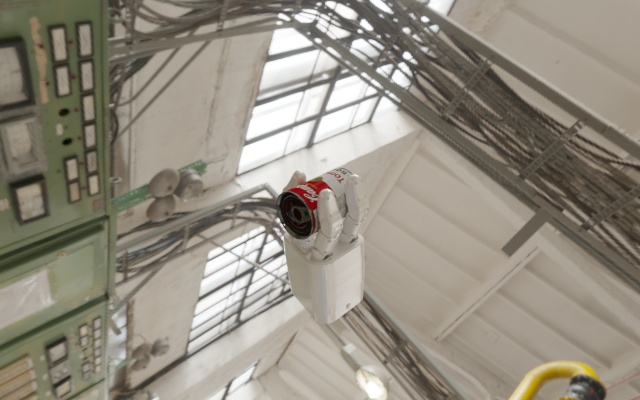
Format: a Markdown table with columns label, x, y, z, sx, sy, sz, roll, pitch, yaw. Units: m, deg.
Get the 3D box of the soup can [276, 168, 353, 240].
| label | x | y | z | sx | sy | sz | roll | pitch | yaw |
| --- | --- | --- | --- | --- | --- | --- | --- | --- | --- |
| soup can | 0.000 | 0.002 | 0.649 | 0.102 | 0.068 | 0.068 | -27 | 18 | -39 |
